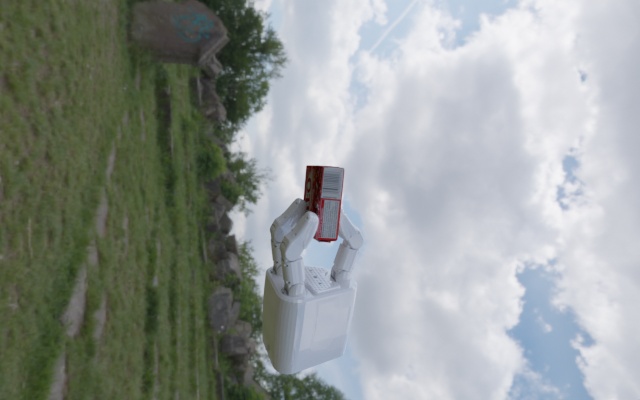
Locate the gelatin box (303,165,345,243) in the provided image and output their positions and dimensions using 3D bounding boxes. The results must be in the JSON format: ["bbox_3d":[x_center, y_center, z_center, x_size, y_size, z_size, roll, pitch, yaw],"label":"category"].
[{"bbox_3d":[0.001,0.002,0.584,0.030,0.089,0.073,5,3,-17],"label":"gelatin box"}]
